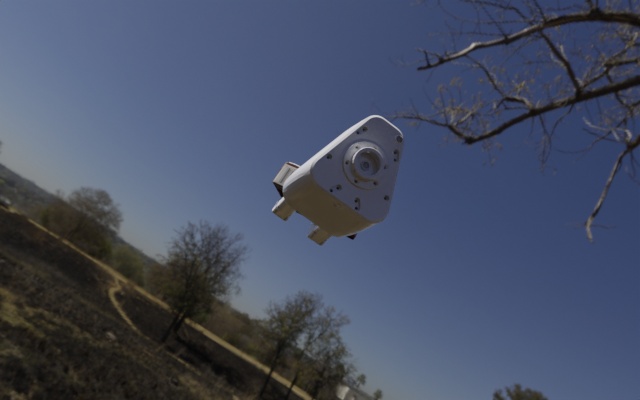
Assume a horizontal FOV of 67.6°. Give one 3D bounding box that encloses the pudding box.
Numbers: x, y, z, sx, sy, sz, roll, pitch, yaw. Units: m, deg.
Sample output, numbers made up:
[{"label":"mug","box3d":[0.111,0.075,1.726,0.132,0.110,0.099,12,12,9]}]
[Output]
[{"label":"pudding box","box3d":[0.000,0.002,0.634,0.113,0.039,0.090,27,-17,18]}]
